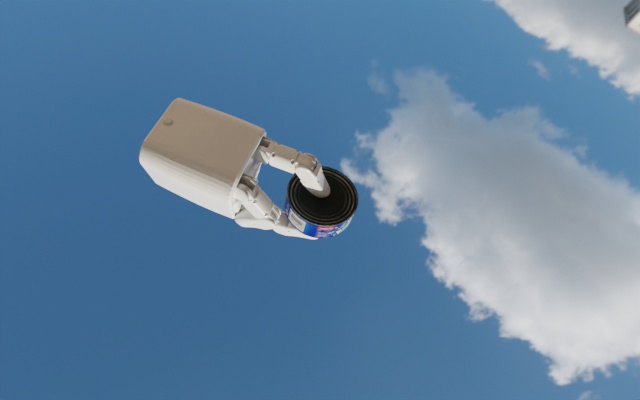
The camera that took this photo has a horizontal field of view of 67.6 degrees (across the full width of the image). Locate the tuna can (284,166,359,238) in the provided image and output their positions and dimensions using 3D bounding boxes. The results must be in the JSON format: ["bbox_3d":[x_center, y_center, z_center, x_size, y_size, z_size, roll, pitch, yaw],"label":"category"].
[{"bbox_3d":[0.000,0.002,0.573,0.086,0.086,0.034,0,-34,-13],"label":"tuna can"}]
